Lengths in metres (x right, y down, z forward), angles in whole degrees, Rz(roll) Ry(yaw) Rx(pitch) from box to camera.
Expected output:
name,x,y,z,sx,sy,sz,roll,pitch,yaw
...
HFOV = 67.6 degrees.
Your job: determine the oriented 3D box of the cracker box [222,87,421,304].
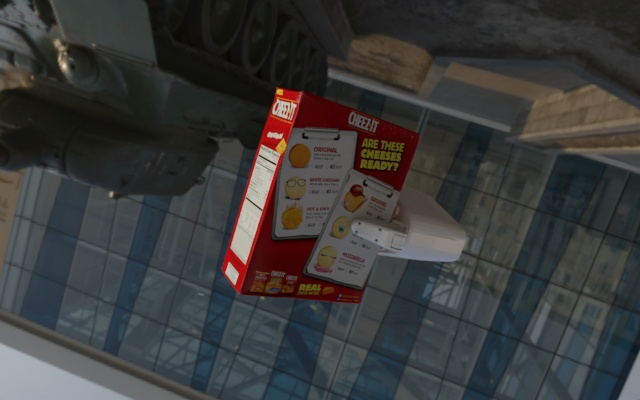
name,x,y,z,sx,sy,sz,roll,pitch,yaw
cracker box,0.000,0.002,0.534,0.164,0.214,0.072,12,10,-34
